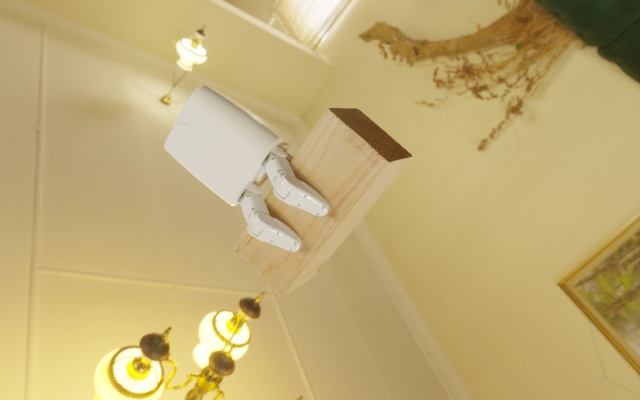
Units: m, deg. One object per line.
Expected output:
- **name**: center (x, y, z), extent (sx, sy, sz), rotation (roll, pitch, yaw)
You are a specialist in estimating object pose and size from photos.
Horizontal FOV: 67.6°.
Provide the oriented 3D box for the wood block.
- **wood block**: center (0.000, 0.002, 0.558), extent (0.090, 0.206, 0.091), rotation (43, 25, 13)
